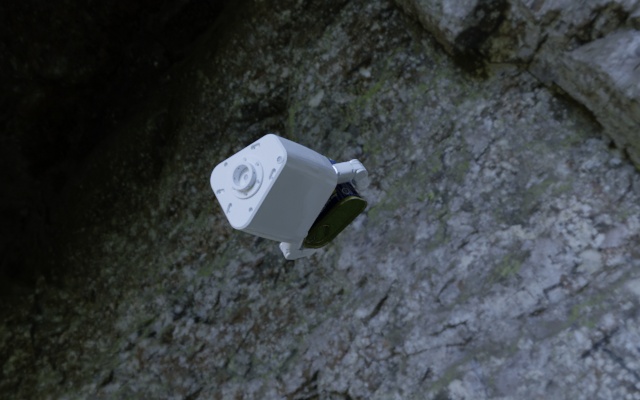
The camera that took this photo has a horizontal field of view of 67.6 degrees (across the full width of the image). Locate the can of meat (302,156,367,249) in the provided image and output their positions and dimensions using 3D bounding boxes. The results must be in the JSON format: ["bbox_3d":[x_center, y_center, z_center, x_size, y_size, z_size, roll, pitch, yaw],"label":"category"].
[{"bbox_3d":[0.000,0.002,0.660,0.102,0.084,0.057,-45,-31,20],"label":"can of meat"}]
